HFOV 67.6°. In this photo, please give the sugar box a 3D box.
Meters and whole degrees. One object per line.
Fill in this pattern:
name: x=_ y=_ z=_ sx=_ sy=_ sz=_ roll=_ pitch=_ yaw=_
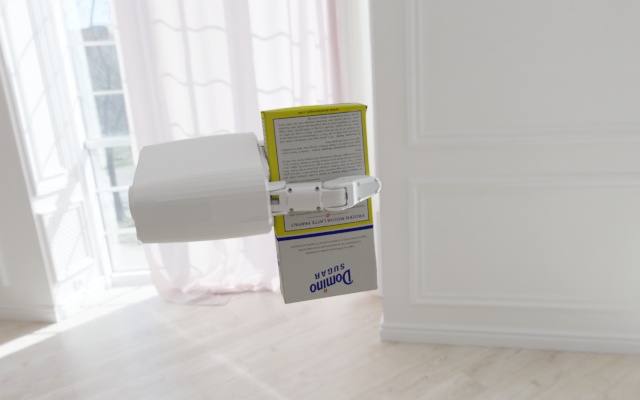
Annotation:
sugar box: x=0.000 y=0.001 z=0.444 sx=0.093 sy=0.176 sz=0.048 roll=-6 pitch=15 yaw=-10
